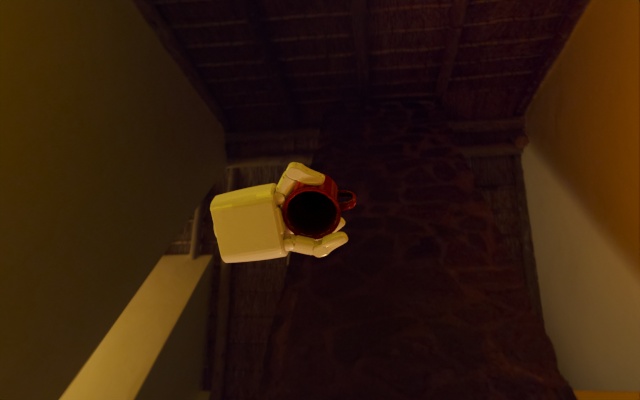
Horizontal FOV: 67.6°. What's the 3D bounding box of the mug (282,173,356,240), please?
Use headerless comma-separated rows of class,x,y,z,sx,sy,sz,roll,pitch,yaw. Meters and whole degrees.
mug,0.002,0.002,0.782,0.117,0.093,0.081,-9,25,9
